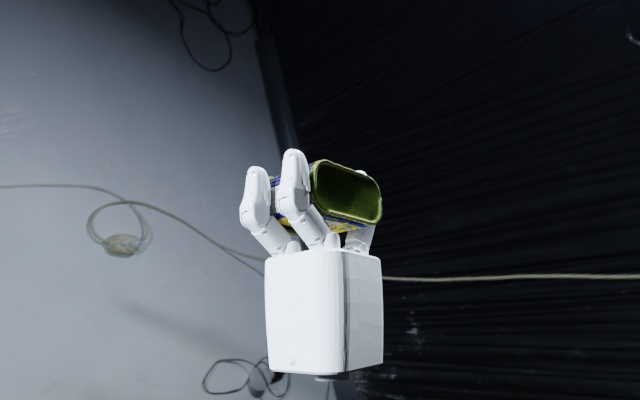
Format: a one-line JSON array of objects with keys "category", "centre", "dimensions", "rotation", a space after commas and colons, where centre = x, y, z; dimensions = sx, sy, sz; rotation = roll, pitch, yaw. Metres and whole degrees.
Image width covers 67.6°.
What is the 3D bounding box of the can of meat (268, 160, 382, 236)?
[{"category": "can of meat", "centre": [0.000, 0.001, 0.485], "dimensions": [0.102, 0.057, 0.084], "rotation": [16, -22, -41]}]
